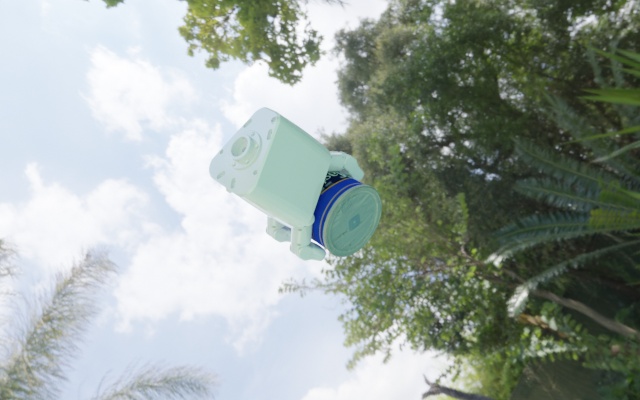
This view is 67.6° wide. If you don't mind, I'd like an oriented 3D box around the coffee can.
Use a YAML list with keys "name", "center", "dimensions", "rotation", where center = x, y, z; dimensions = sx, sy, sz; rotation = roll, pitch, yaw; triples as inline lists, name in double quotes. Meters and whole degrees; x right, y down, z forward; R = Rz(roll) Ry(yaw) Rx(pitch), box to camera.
- name: "coffee can"
  center: [0.000, 0.002, 0.669]
  dimensions: [0.103, 0.103, 0.140]
  rotation: [0, 23, -45]
